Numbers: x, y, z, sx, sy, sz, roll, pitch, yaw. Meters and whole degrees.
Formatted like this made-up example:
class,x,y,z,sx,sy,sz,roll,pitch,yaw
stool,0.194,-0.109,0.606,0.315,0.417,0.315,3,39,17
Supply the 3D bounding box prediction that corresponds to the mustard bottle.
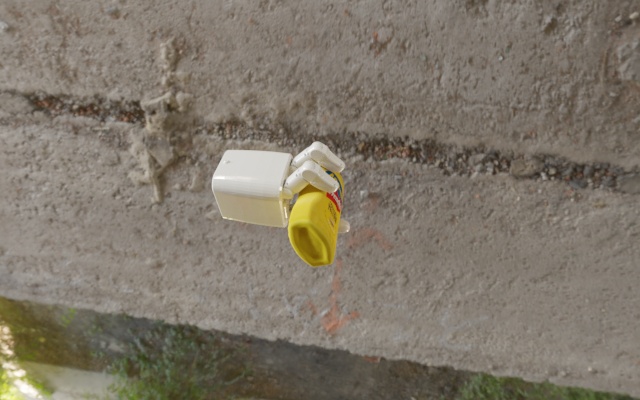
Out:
class,x,y,z,sx,sy,sz,roll,pitch,yaw
mustard bottle,0.000,0.003,0.734,0.058,0.096,0.191,-13,36,21
